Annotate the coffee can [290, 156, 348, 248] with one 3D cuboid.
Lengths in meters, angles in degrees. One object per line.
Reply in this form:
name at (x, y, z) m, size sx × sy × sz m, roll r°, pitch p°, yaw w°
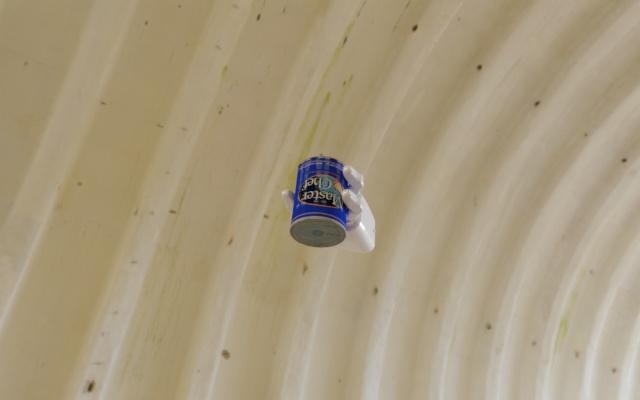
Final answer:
coffee can at (0.000, 0.003, 0.896) m, size 0.103 × 0.140 × 0.103 m, roll 3°, pitch -34°, yaw 2°
